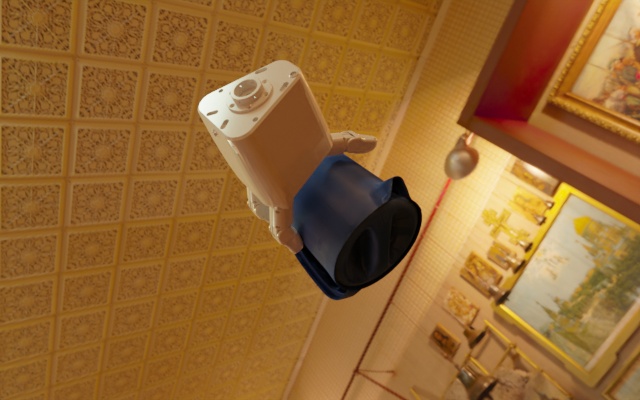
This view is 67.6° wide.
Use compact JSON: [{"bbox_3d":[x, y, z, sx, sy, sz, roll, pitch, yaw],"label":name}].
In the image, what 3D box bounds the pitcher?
[{"bbox_3d":[0.000,0.002,0.629,0.242,0.149,0.145,43,-10,38],"label":"pitcher"}]
